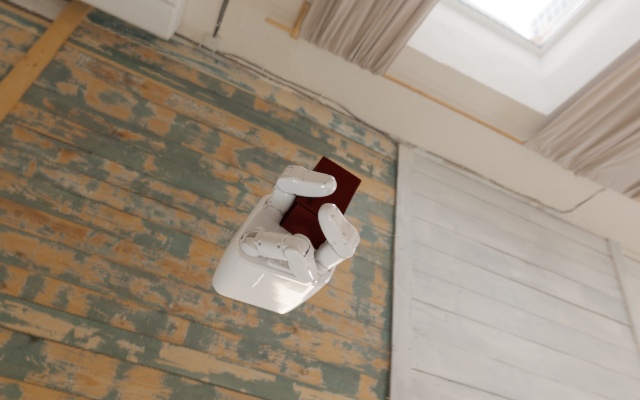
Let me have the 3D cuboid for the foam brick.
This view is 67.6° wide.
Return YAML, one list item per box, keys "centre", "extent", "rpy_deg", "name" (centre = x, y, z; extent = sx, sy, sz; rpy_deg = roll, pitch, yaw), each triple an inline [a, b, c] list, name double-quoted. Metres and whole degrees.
- centre: [0.000, 0.002, 0.519]
  extent: [0.053, 0.078, 0.051]
  rpy_deg: [34, -40, -4]
  name: "foam brick"
